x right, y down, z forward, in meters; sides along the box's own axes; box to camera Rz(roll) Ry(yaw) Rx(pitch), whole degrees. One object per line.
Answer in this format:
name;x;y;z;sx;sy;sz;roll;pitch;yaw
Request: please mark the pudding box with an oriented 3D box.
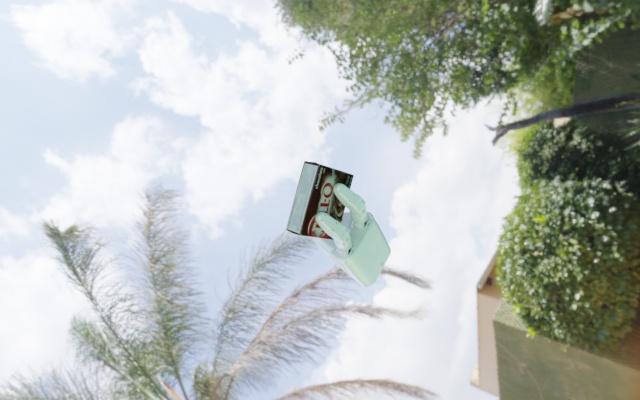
pudding box;0.000;0.002;0.747;0.039;0.113;0.090;14;1;39
